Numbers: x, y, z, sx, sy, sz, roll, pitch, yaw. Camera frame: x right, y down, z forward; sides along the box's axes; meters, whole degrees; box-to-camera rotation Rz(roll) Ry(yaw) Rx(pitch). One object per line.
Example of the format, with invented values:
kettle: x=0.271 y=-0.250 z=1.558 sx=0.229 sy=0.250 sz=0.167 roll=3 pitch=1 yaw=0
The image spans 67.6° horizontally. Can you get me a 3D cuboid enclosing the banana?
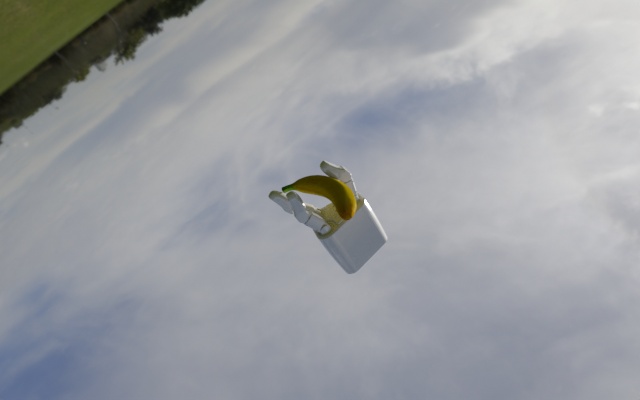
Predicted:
banana: x=0.011 y=-0.010 z=0.807 sx=0.069 sy=0.037 sz=0.197 roll=-43 pitch=32 yaw=-18
